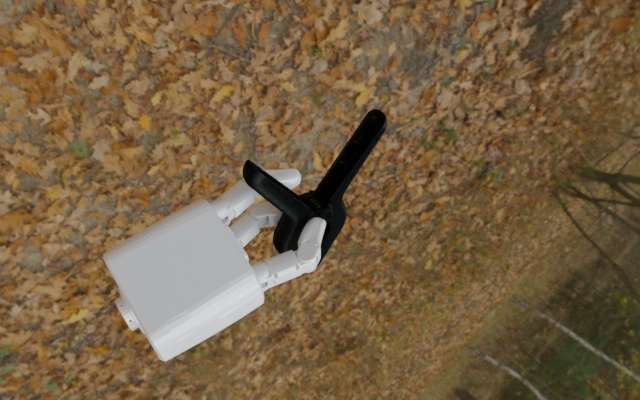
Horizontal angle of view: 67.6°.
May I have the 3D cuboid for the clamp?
[{"bbox_3d":[0.000,0.003,0.519,0.164,0.210,0.036,-29,56,-22],"label":"clamp"}]
